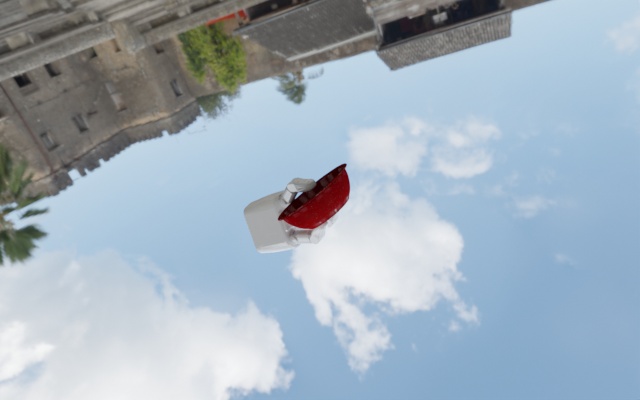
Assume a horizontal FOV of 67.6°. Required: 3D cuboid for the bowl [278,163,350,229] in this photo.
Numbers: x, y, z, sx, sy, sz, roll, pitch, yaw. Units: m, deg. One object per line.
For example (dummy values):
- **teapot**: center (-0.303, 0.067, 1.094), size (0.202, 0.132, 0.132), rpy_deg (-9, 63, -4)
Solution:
- **bowl**: center (0.001, 0.003, 0.870), size (0.162, 0.055, 0.162), rpy_deg (-39, 8, 6)
